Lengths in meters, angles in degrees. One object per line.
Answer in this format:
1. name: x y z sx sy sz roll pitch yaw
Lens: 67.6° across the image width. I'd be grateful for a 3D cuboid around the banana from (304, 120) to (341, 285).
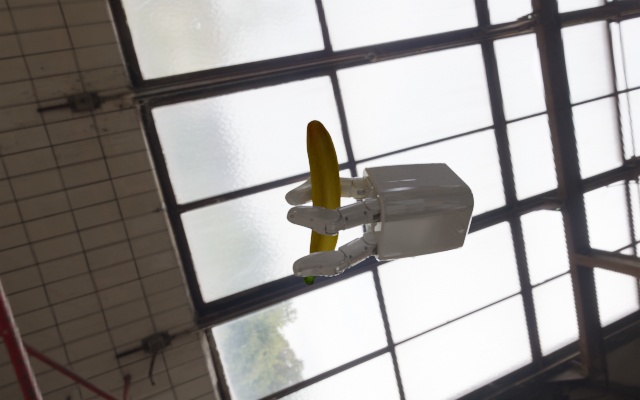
1. banana: 0.004 -0.002 0.560 0.037 0.198 0.069 4 21 10
